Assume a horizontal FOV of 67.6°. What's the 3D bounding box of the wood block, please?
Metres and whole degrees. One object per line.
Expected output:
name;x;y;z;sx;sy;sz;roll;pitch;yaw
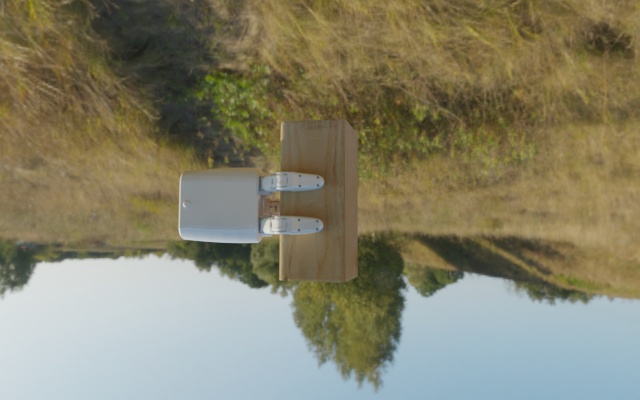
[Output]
wood block;0.000;0.002;0.649;0.090;0.206;0.091;-1;-4;14
